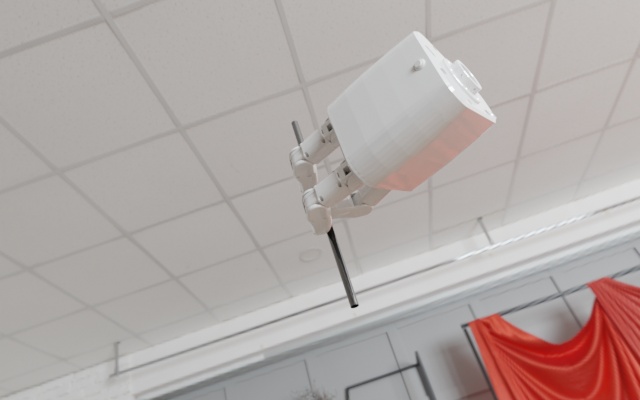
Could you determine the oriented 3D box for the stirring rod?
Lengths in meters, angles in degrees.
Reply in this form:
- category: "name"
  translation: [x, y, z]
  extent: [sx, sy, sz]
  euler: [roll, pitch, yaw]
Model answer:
- category: "stirring rod"
  translation: [0.000, 0.002, 0.498]
  extent: [0.011, 0.239, 0.011]
  euler: [-12, -35, -9]
